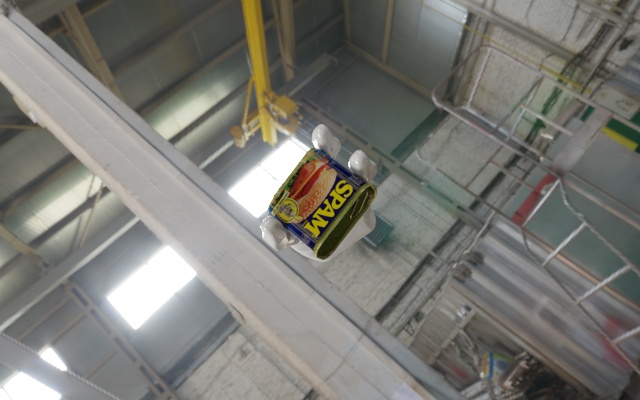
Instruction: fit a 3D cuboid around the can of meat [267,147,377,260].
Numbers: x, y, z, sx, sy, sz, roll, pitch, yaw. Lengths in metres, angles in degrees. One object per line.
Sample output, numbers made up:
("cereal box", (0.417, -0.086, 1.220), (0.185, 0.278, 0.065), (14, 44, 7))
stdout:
("can of meat", (0.000, 0.002, 0.549), (0.084, 0.102, 0.057), (38, 0, 21))
